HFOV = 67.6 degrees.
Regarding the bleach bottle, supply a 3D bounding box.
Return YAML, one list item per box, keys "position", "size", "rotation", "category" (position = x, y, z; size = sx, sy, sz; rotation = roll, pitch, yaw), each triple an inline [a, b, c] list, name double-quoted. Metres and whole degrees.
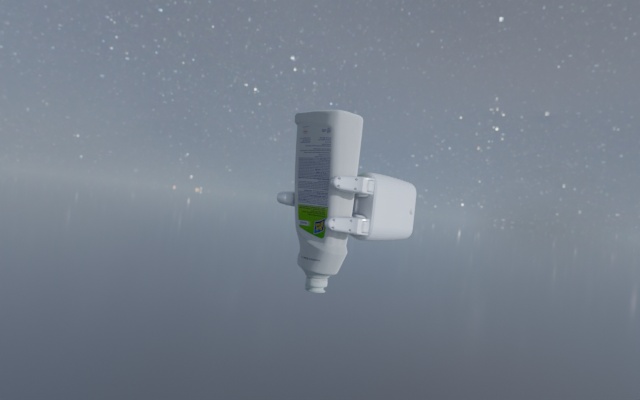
- position: [0.000, 0.002, 0.680]
  size: [0.068, 0.251, 0.102]
  rotation: [6, 0, -44]
  category: "bleach bottle"
